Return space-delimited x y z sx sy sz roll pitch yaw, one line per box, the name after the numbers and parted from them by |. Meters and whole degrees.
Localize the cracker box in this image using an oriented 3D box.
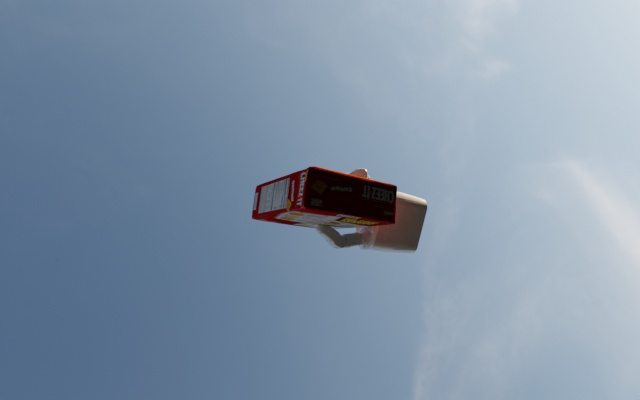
0.000 0.003 0.807 0.164 0.072 0.214 10 -11 -28 | cracker box
